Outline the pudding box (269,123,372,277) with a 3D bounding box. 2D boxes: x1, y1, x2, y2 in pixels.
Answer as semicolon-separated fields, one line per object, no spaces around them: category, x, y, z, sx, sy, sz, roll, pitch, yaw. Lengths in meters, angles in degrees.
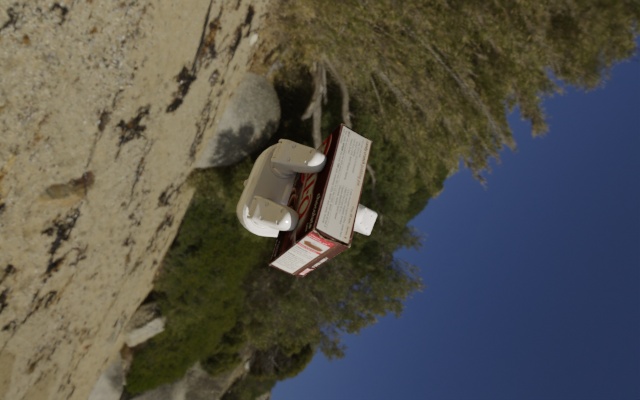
pudding box;0.000;0.001;0.422;0.039;0.113;0.090;23;-33;-17
